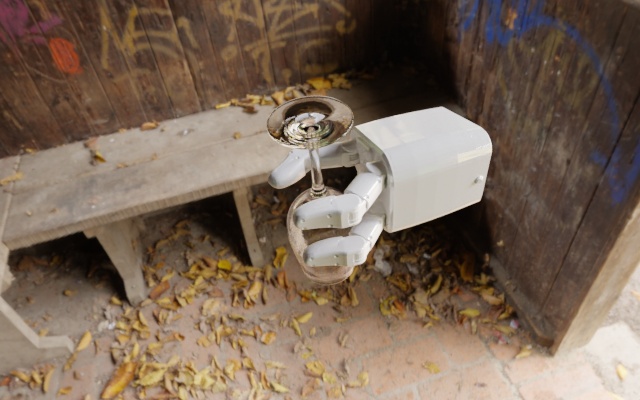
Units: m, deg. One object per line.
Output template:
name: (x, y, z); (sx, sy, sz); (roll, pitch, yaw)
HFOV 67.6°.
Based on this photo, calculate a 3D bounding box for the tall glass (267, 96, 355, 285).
tall glass: (0.000, 0.001, 0.474); (0.079, 0.079, 0.201); (0, -44, 7)
